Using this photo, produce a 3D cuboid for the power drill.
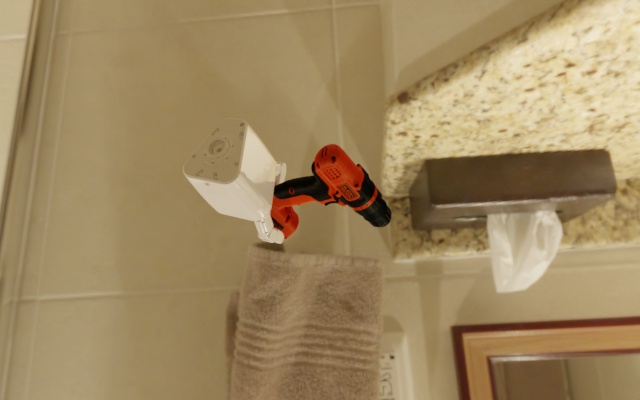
[{"bbox_3d":[0.000,0.003,0.762,0.188,0.057,0.184,-20,-48,27],"label":"power drill"}]
